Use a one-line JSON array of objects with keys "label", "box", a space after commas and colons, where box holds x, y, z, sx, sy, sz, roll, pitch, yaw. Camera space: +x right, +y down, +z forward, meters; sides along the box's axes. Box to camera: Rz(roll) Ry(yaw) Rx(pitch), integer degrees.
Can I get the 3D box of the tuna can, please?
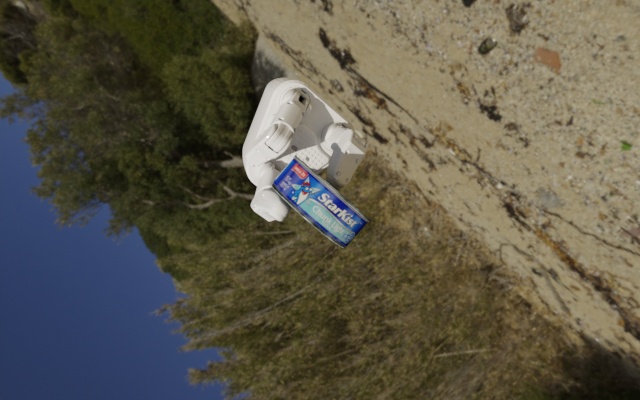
[{"label": "tuna can", "box": [0.000, 0.002, 0.410, 0.086, 0.034, 0.086, 41, 2, -2]}]
